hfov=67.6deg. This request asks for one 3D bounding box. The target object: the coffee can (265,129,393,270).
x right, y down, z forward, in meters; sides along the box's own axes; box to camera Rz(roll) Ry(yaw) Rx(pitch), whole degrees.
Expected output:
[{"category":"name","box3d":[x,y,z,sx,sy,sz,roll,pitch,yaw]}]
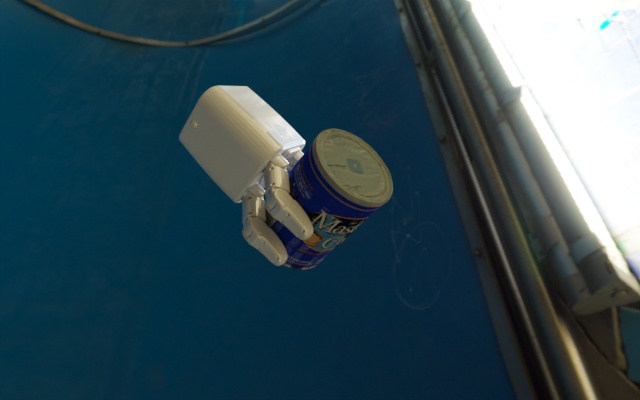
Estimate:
[{"category":"coffee can","box3d":[0.000,0.002,0.551,0.103,0.102,0.140,0,-35,-41]}]
